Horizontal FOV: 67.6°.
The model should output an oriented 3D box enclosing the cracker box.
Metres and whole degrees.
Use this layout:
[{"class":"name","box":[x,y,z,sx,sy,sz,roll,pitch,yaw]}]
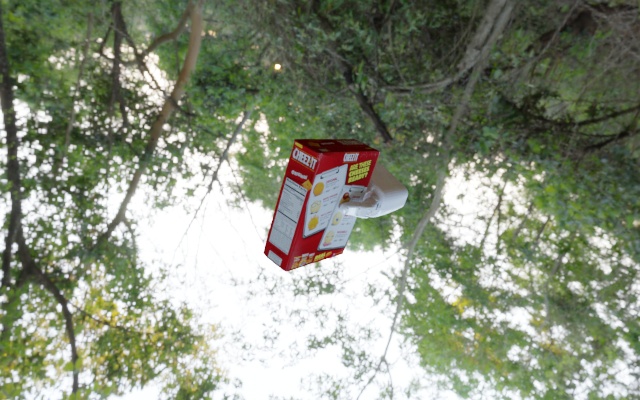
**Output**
[{"class":"cracker box","box":[0.000,0.003,0.823,0.072,0.214,0.164,31,24,33]}]
